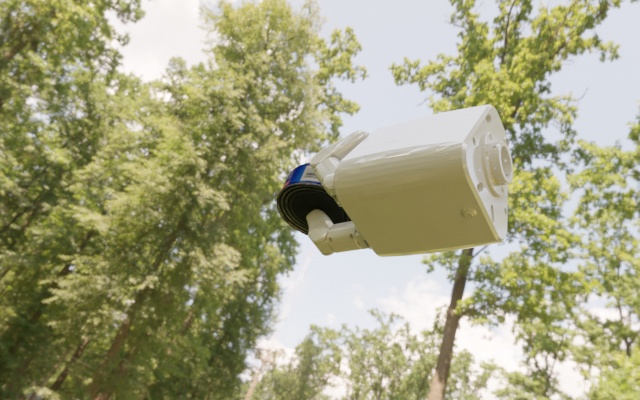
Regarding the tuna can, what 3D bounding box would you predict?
[{"bbox_3d":[0.000,0.001,0.496,0.086,0.033,0.086,13,-39,11],"label":"tuna can"}]
